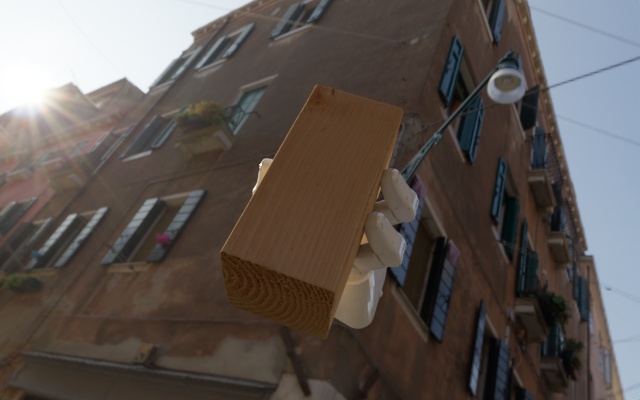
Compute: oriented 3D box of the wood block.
[{"bbox_3d":[0.000,0.001,0.429,0.091,0.206,0.090,17,-37,9],"label":"wood block"}]
